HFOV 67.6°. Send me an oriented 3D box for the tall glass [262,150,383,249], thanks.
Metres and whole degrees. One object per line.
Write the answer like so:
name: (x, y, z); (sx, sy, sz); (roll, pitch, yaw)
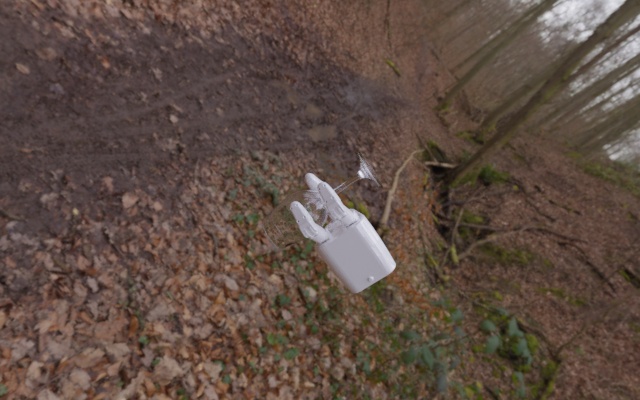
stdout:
tall glass: (0.001, 0.002, 0.795); (0.201, 0.079, 0.079); (-34, -9, 13)
